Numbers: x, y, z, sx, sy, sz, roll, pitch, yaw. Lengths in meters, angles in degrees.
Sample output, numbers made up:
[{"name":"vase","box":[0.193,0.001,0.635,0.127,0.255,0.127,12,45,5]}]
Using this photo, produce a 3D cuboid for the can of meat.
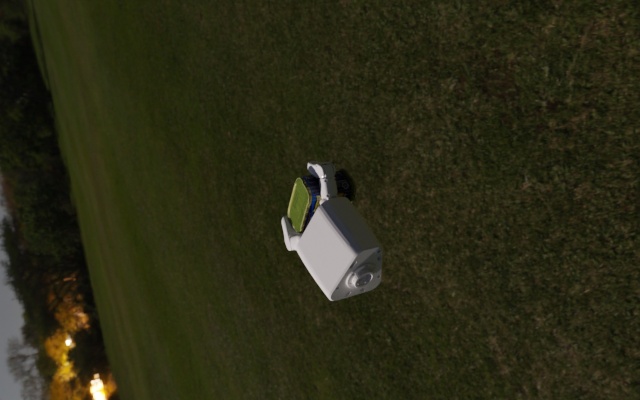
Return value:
[{"name":"can of meat","box":[0.000,0.002,0.771,0.084,0.102,0.057,-10,48,-28]}]
